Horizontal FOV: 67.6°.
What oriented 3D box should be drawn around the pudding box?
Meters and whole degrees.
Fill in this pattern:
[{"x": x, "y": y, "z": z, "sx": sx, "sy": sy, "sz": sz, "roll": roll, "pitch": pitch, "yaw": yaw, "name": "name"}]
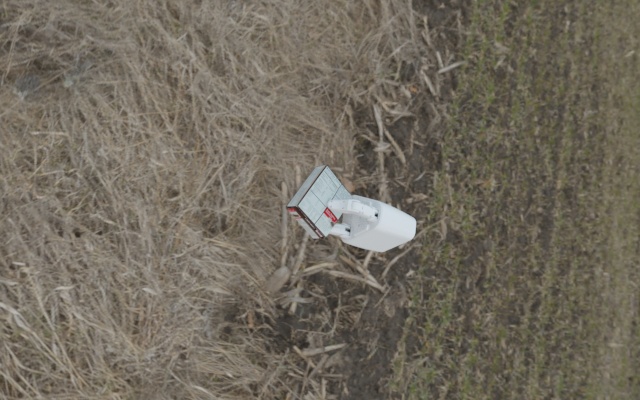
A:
[{"x": 0.000, "y": 0.003, "z": 0.891, "sx": 0.039, "sy": 0.113, "sz": 0.090, "roll": -11, "pitch": -53, "yaw": 50, "name": "pudding box"}]
